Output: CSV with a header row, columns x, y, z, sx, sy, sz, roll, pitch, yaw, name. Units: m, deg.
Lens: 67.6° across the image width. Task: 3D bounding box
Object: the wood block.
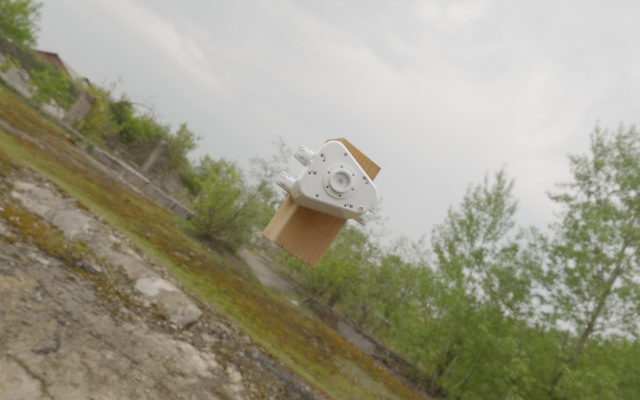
x,y,z,sx,sy,sz,roll,pitch,yaw,name
0.001,0.003,0.824,0.091,0.206,0.090,37,-8,-17,wood block
